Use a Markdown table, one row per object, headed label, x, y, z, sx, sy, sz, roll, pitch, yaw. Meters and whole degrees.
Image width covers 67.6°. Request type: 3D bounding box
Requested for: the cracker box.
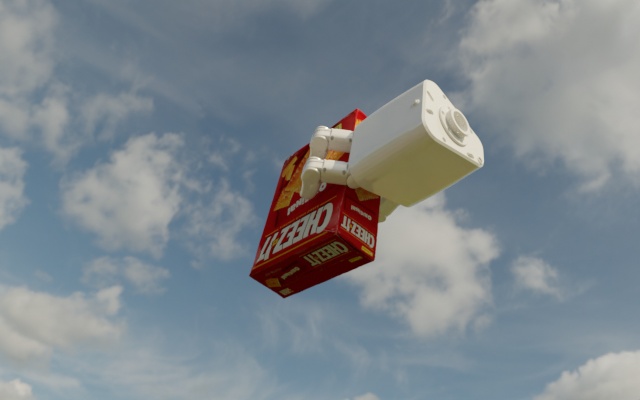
| label | x | y | z | sx | sy | sz | roll | pitch | yaw |
| --- | --- | --- | --- | --- | --- | --- | --- | --- | --- |
| cracker box | 0.000 | 0.002 | 0.632 | 0.072 | 0.213 | 0.164 | 37 | -46 | -25 |
